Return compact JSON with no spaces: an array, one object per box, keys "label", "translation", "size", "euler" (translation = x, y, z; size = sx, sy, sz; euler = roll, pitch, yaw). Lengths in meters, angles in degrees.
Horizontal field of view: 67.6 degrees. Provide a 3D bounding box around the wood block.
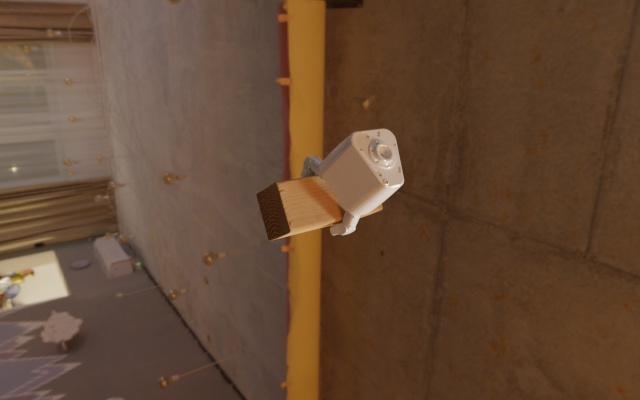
[{"label":"wood block","translation":[0.001,0.003,0.881],"size":[0.206,0.091,0.090],"euler":[-12,-7,-33]}]
